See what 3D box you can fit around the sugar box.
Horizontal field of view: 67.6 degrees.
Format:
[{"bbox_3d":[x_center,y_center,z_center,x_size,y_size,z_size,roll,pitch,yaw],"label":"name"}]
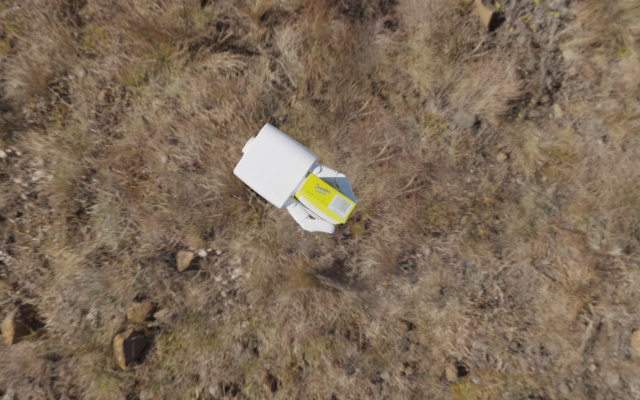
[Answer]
[{"bbox_3d":[0.000,0.002,0.855,0.093,0.048,0.176,35,-6,-4],"label":"sugar box"}]
